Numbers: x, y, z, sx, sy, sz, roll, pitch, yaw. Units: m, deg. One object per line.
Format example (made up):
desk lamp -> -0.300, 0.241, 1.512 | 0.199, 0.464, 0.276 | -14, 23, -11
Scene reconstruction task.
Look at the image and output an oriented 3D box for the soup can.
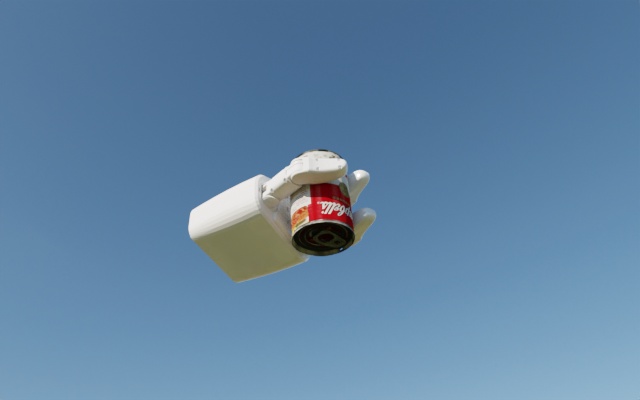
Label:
soup can -> 0.000, 0.001, 0.534 | 0.068, 0.102, 0.069 | -3, -37, -2
